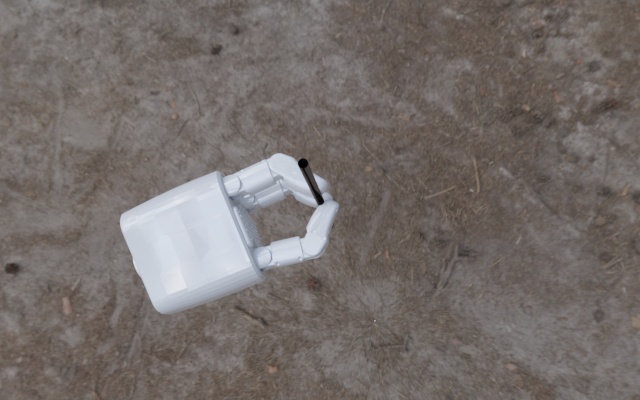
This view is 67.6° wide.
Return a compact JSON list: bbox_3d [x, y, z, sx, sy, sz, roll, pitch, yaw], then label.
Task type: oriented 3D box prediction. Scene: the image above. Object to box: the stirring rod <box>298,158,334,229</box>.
[{"bbox_3d":[0.000,0.002,0.472,0.011,0.011,0.239,0,-14,6],"label":"stirring rod"}]
